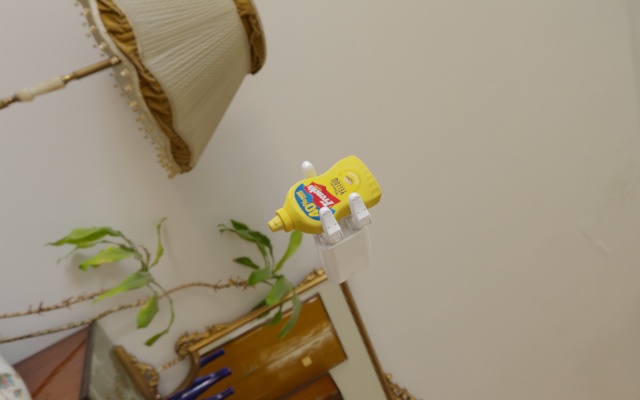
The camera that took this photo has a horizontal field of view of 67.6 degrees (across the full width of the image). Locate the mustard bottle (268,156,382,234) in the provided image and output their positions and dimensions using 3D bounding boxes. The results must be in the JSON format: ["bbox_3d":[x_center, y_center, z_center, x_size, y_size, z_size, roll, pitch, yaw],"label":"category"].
[{"bbox_3d":[0.000,0.002,0.805,0.191,0.096,0.058,-27,-23,-15],"label":"mustard bottle"}]
